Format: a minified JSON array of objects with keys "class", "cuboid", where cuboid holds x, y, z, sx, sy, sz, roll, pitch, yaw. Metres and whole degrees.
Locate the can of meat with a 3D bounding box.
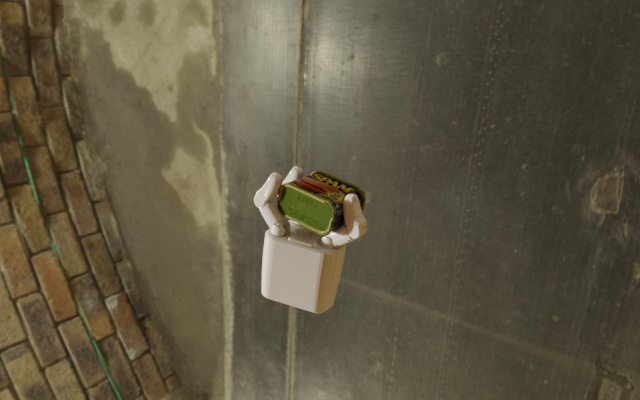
[{"class":"can of meat","cuboid":[0.000,0.002,0.690,0.102,0.057,0.084,24,26,27]}]
